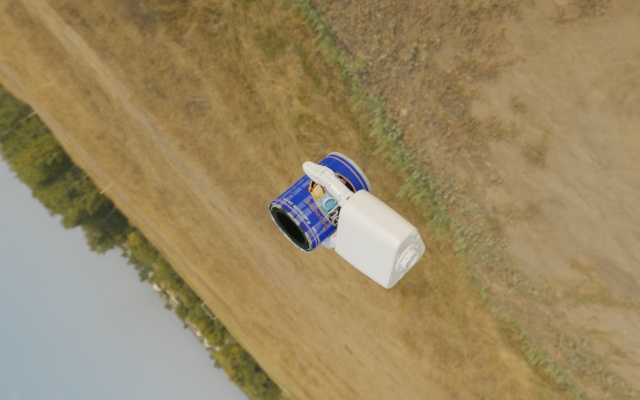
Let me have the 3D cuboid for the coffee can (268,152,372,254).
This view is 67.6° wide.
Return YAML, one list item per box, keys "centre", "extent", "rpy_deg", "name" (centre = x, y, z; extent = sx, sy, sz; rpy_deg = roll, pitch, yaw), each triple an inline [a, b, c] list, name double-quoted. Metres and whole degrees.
- centre: [0.000, 0.002, 0.777]
  extent: [0.140, 0.103, 0.103]
  rpy_deg: [-41, 17, -20]
  name: "coffee can"
